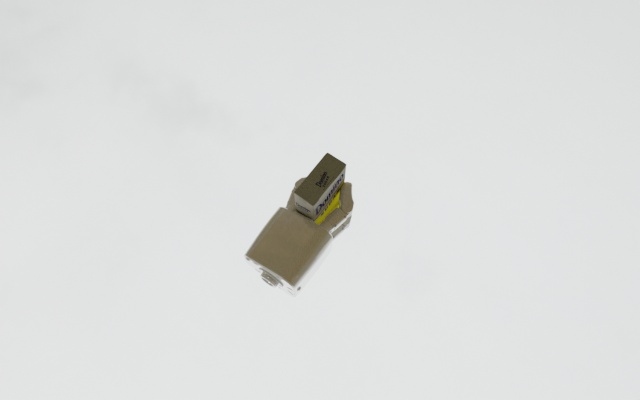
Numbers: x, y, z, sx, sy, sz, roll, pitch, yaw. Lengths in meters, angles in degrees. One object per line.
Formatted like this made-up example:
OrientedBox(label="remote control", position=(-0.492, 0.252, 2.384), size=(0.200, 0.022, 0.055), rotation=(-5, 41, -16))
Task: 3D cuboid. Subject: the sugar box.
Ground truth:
OrientedBox(label="sugar box", position=(0.000, 0.003, 0.823), size=(0.048, 0.093, 0.176), rotation=(34, -21, 12))
